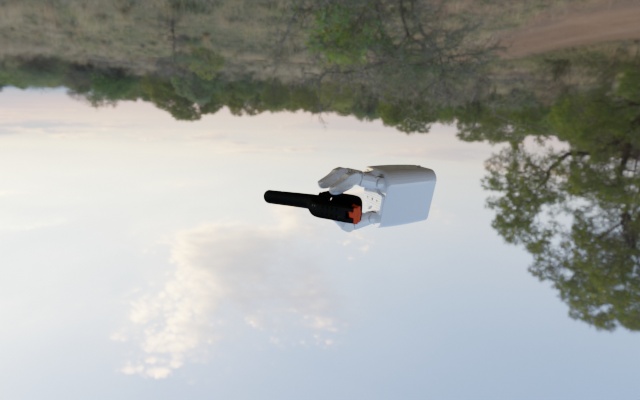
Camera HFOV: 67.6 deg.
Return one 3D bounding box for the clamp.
[{"bbox_3d":[0.001,0.004,0.834,0.164,0.036,0.210,-8,16,-20],"label":"clamp"}]
